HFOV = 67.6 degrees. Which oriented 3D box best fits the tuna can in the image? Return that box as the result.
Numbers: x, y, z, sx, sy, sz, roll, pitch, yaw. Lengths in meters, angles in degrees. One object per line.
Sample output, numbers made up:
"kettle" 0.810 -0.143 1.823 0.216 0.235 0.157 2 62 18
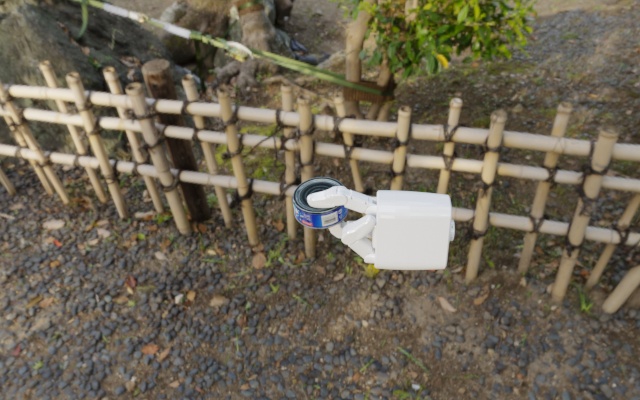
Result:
"tuna can" 0.000 0.002 0.734 0.086 0.034 0.086 -4 42 4
